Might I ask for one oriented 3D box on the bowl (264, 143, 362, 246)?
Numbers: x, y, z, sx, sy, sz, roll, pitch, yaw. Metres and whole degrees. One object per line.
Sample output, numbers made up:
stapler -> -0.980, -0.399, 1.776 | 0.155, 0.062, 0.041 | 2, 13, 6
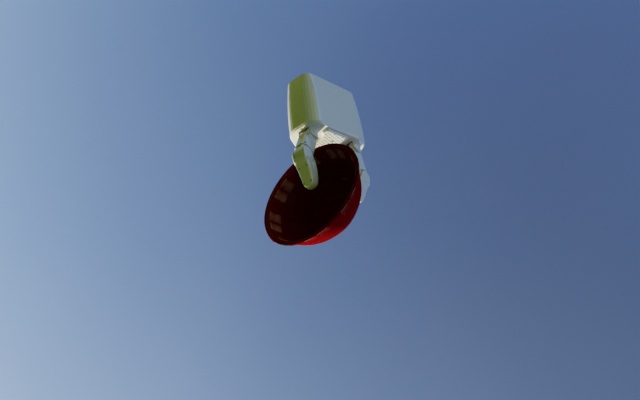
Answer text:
bowl -> 0.000, 0.003, 0.651 | 0.162, 0.162, 0.055 | 0, -32, 46
